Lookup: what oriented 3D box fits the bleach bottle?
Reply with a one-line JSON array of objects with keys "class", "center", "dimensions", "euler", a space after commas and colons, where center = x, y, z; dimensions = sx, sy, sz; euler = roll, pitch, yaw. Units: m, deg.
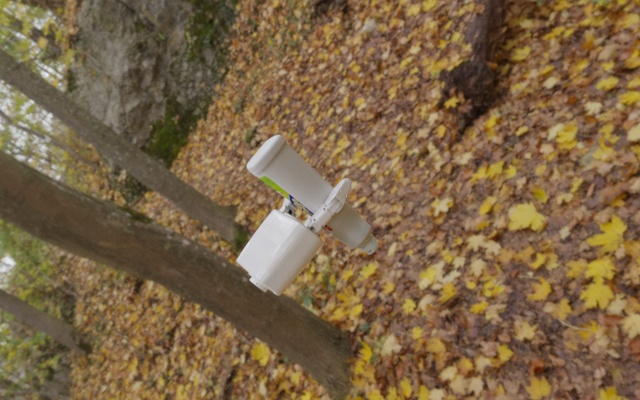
[{"class": "bleach bottle", "center": [0.000, 0.002, 0.768], "dimensions": [0.251, 0.068, 0.102], "euler": [40, -10, -15]}]
